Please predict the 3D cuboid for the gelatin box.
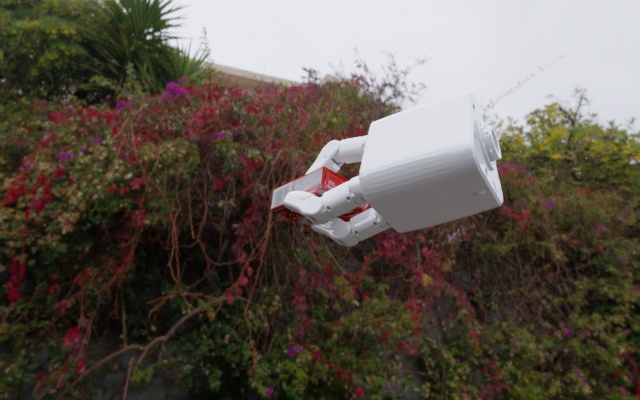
[{"bbox_3d":[0.000,0.001,0.535,0.073,0.030,0.089,29,-35,-35],"label":"gelatin box"}]
